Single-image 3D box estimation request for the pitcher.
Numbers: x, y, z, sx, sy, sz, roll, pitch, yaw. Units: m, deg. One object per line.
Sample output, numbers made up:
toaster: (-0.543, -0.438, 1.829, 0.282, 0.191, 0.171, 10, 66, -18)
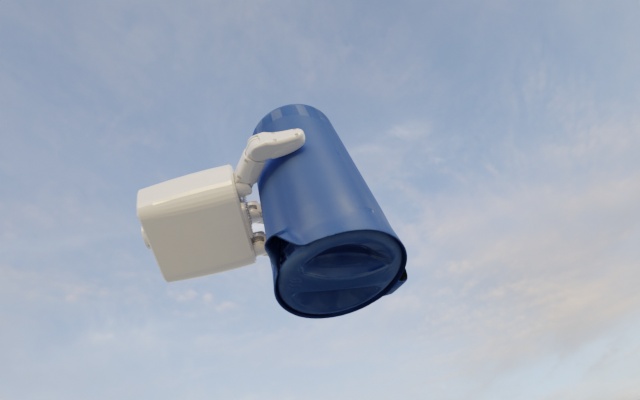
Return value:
pitcher: (0.000, 0.002, 0.542, 0.145, 0.149, 0.242, -15, 46, -5)
